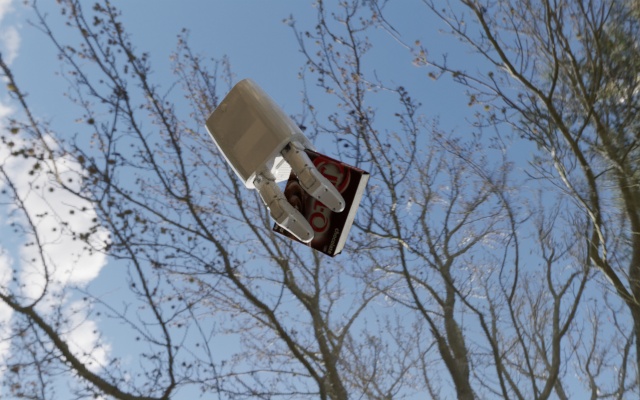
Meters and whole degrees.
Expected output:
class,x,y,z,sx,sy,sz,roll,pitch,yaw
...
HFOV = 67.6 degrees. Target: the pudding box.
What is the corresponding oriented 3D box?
class,x,y,z,sx,sy,sz,roll,pitch,yaw
pudding box,0.000,0.002,0.595,0.090,0.113,0.039,22,13,22
